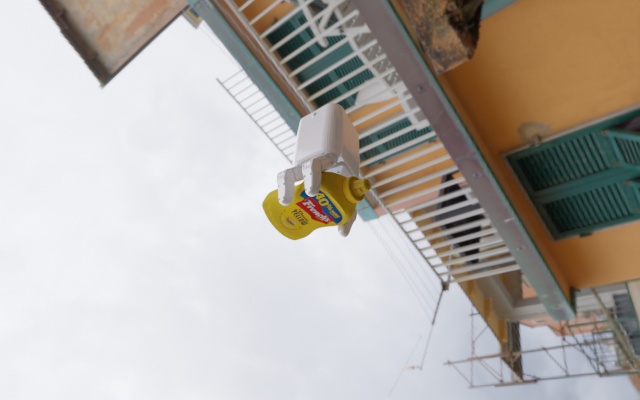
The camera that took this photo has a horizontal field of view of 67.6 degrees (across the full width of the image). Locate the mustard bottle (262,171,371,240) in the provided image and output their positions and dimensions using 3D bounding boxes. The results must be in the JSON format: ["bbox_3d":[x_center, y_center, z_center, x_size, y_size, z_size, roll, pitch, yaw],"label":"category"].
[{"bbox_3d":[0.000,0.003,0.774,0.192,0.096,0.058,-21,27,37],"label":"mustard bottle"}]
